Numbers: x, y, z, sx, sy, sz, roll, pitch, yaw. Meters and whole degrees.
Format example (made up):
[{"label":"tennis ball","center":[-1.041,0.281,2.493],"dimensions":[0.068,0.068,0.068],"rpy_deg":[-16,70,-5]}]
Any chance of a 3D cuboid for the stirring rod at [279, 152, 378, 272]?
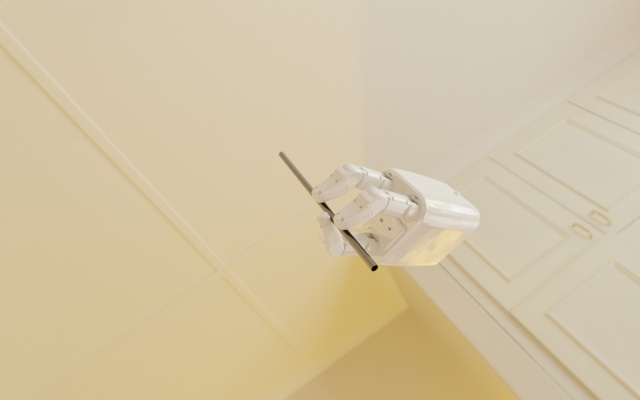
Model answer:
[{"label":"stirring rod","center":[0.000,0.002,0.545],"dimensions":[0.011,0.011,0.239],"rpy_deg":[0,32,-31]}]
